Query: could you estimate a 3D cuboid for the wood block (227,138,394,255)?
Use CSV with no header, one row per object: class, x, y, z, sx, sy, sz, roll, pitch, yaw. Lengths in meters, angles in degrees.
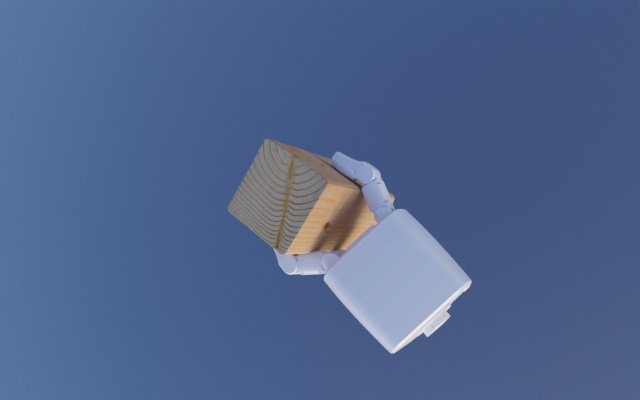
wood block,0.000,0.002,0.573,0.090,0.091,0.206,36,12,24
